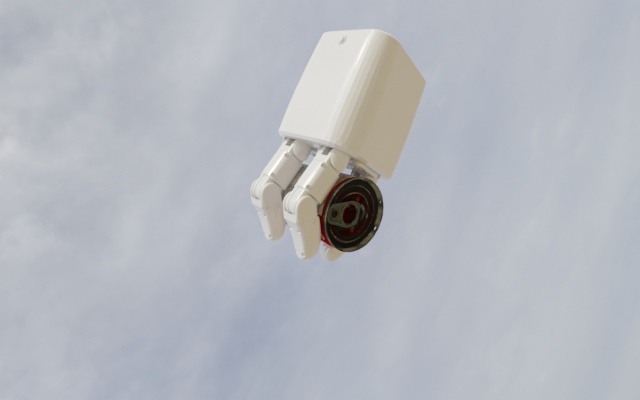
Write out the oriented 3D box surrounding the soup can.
[{"bbox_3d":[0.000,0.002,0.455,0.068,0.068,0.102,0,13,-39],"label":"soup can"}]
